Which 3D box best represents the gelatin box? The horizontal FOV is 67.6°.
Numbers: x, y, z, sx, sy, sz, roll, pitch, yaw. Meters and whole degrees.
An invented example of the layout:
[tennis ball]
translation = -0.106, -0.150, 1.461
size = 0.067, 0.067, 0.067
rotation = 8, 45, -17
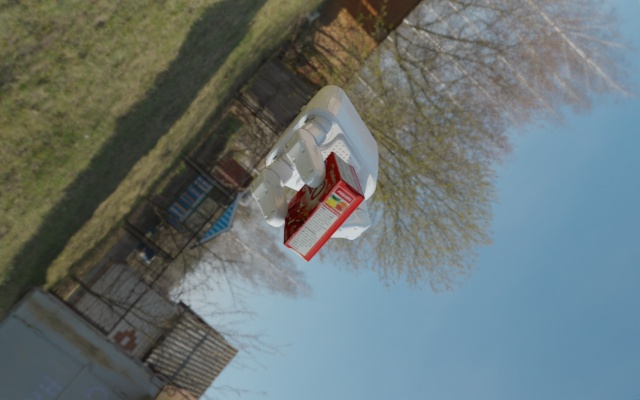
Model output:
[gelatin box]
translation = 0.000, 0.002, 0.420
size = 0.030, 0.073, 0.089
rotation = 37, 15, -16
